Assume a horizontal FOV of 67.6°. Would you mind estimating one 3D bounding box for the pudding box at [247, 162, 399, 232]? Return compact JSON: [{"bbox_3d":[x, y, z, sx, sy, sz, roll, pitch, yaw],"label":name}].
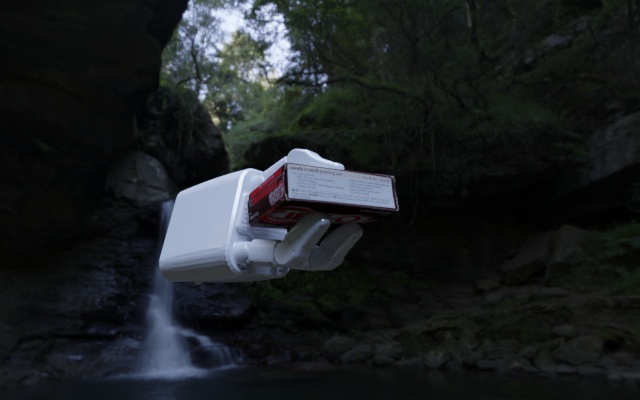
[{"bbox_3d":[0.000,0.001,0.441,0.113,0.039,0.090,3,-17,-27],"label":"pudding box"}]
